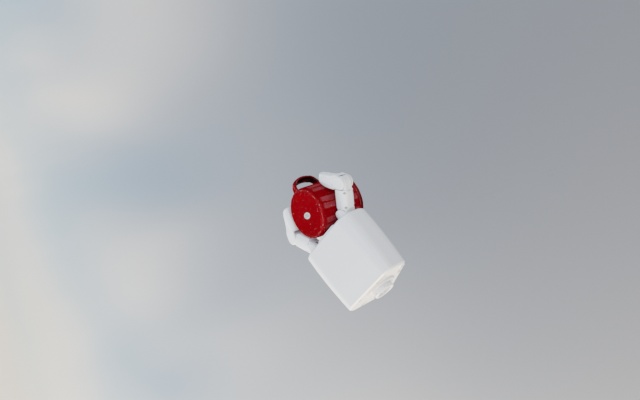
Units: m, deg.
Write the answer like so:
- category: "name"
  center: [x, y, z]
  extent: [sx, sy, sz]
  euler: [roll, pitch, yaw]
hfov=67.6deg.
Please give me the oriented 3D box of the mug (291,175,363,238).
- category: "mug"
  center: [-0.001, 0.001, 0.764]
  extent: [0.081, 0.117, 0.093]
  euler: [-19, -32, -39]
